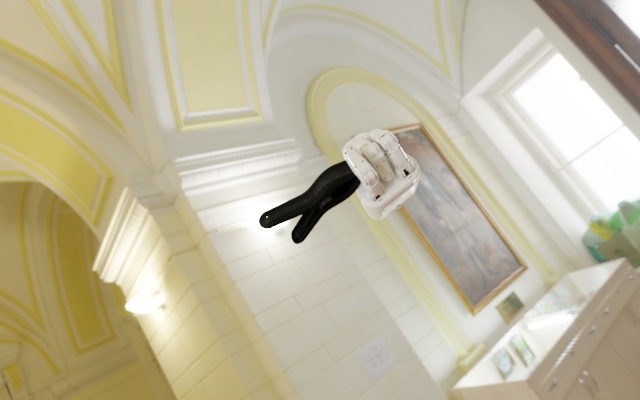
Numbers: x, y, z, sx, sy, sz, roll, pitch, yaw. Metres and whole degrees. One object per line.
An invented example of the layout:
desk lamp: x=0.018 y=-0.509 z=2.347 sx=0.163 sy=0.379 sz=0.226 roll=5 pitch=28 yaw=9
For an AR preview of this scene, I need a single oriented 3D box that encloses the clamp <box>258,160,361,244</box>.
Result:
clamp: x=0.000 y=0.002 z=0.691 sx=0.171 sy=0.039 sz=0.120 roll=-33 pitch=-21 yaw=0
